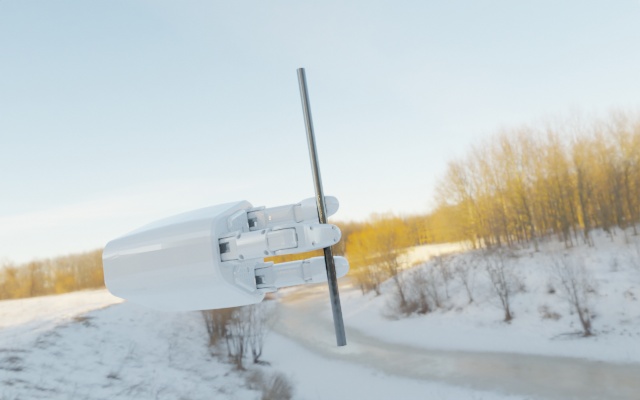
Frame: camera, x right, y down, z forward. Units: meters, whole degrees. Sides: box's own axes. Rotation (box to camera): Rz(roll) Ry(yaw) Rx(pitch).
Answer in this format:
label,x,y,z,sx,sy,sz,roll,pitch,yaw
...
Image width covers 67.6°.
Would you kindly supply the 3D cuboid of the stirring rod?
label,x,y,z,sx,sy,sz,roll,pitch,yaw
stirring rod,0.000,0.001,0.408,0.011,0.239,0.011,-8,-8,-1
